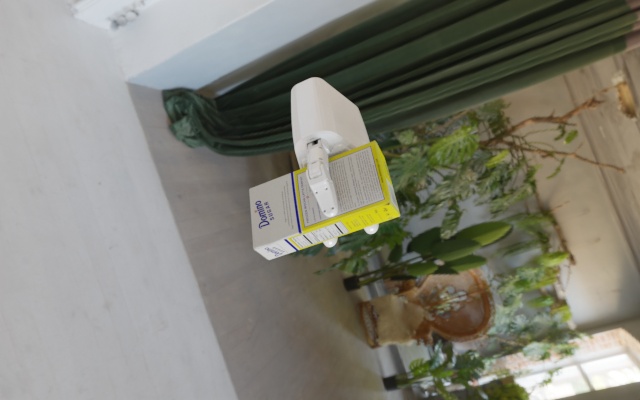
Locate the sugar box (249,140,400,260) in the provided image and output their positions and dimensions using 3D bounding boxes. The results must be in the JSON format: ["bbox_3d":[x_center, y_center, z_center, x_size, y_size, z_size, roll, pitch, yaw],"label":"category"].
[{"bbox_3d":[0.000,0.002,0.588,0.176,0.093,0.048,-21,-35,17],"label":"sugar box"}]
